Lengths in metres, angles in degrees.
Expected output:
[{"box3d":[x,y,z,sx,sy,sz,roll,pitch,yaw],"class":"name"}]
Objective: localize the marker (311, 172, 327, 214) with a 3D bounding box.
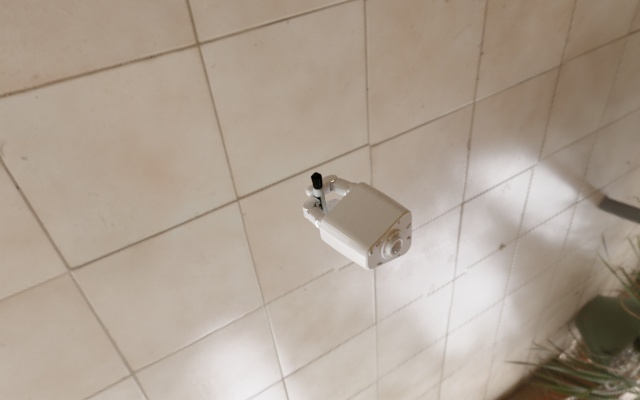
[{"box3d":[0.000,0.003,0.809,0.020,0.121,0.020,-5,39,4],"class":"marker"}]
